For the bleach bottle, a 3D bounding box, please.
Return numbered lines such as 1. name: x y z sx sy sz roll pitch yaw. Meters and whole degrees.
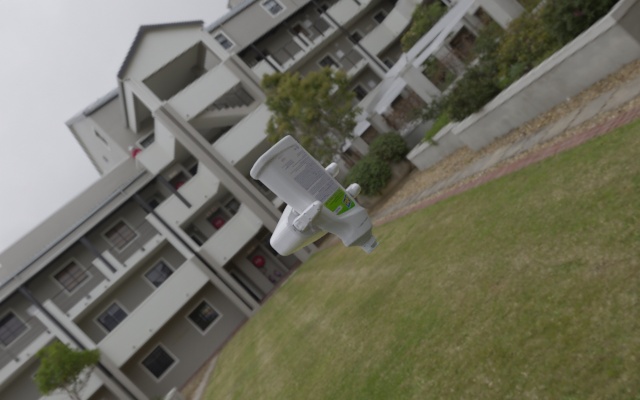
1. bleach bottle: 0.000 0.003 0.847 0.102 0.251 0.068 -45 -1 -36
